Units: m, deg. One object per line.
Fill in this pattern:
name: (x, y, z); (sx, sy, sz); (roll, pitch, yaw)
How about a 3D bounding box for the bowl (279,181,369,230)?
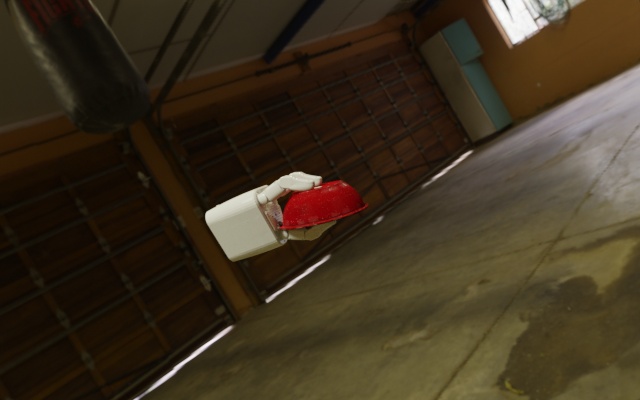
bowl: (0.001, 0.002, 0.834); (0.162, 0.055, 0.162); (-14, 6, 1)
